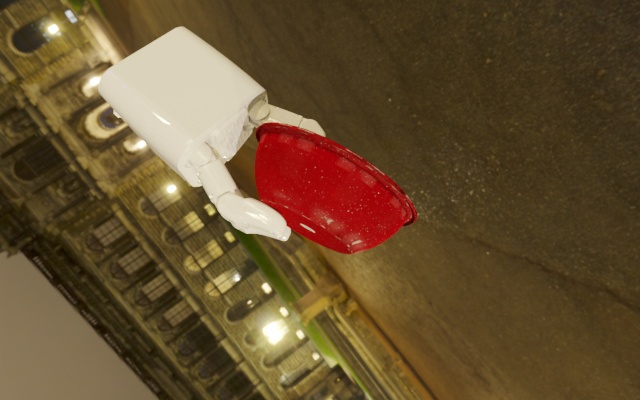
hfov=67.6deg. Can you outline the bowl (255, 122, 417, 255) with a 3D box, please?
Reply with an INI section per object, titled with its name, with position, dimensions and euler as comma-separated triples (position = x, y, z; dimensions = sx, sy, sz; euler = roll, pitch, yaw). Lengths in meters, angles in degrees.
[bowl]
position = 0.001, 0.002, 0.419
dimensions = 0.162, 0.055, 0.162
euler = 28, -13, 7
